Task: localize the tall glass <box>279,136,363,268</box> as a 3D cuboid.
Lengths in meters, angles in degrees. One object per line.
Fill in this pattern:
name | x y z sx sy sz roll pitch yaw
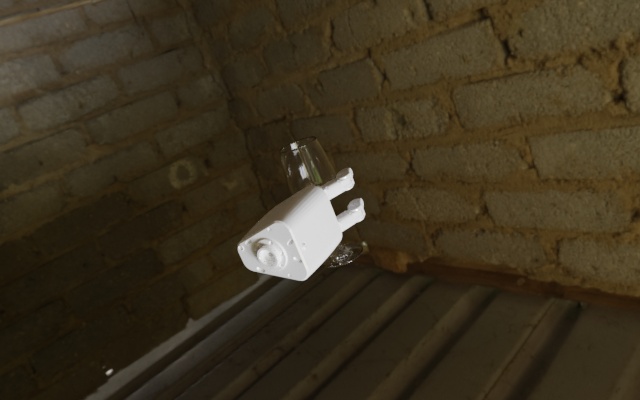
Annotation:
tall glass | 0.000 0.003 0.757 0.079 0.201 0.079 -20 17 6
